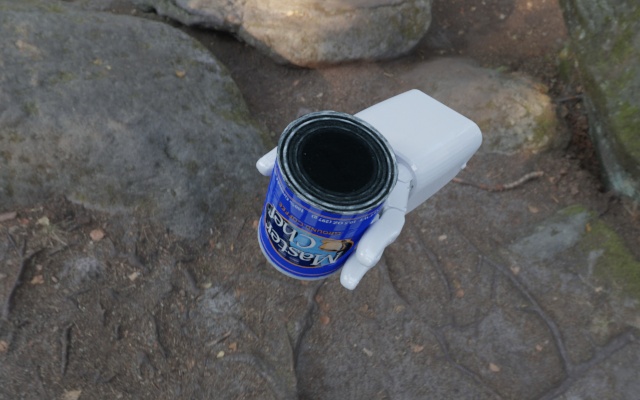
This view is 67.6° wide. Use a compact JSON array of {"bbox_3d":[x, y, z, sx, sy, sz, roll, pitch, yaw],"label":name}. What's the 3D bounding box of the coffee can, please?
[{"bbox_3d":[0.000,0.002,0.446,0.103,0.102,0.140,0,-30,-14],"label":"coffee can"}]
